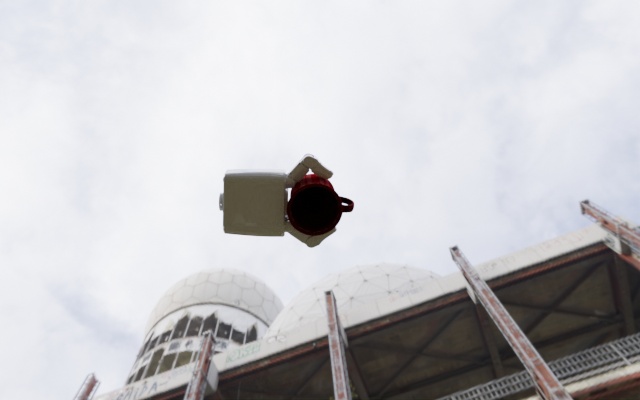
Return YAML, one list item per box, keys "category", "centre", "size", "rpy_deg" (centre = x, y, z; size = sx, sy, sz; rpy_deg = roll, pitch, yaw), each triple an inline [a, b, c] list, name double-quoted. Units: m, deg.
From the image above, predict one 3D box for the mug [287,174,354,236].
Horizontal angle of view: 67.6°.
- category: "mug"
  centre: [0.002, 0.003, 0.824]
  size: [0.117, 0.093, 0.081]
  rpy_deg: [1, 20, -5]
